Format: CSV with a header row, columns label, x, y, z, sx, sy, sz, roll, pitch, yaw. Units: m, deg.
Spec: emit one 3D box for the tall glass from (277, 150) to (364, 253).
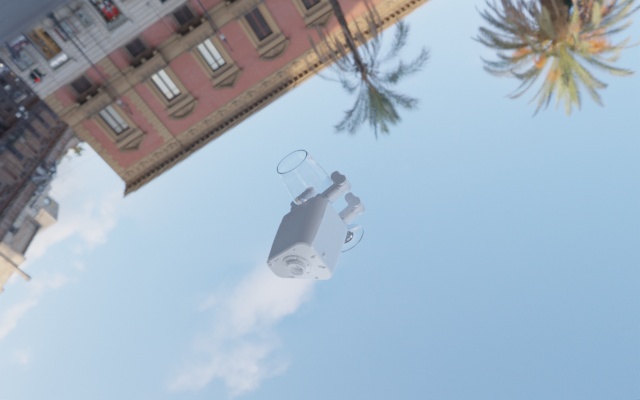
label,x,y,z,sx,sy,sz,roll,pitch,yaw
tall glass,0.000,0.003,0.866,0.079,0.201,0.079,-25,32,17
